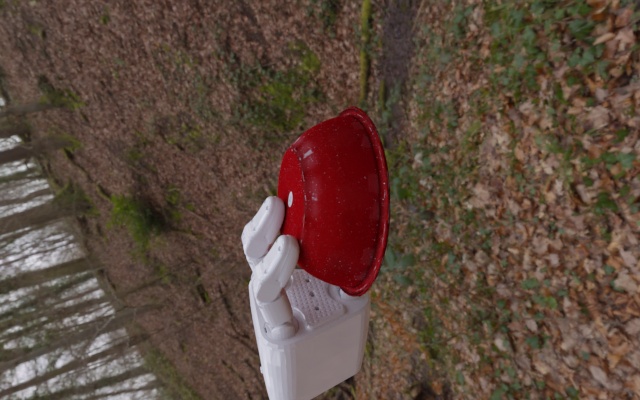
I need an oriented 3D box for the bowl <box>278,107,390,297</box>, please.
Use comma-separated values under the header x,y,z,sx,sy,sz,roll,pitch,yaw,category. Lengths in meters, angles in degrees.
x,y,z,sx,sy,sz,roll,pitch,yaw,category
0.000,0.000,0.404,0.055,0.162,0.162,0,0,-18,bowl
